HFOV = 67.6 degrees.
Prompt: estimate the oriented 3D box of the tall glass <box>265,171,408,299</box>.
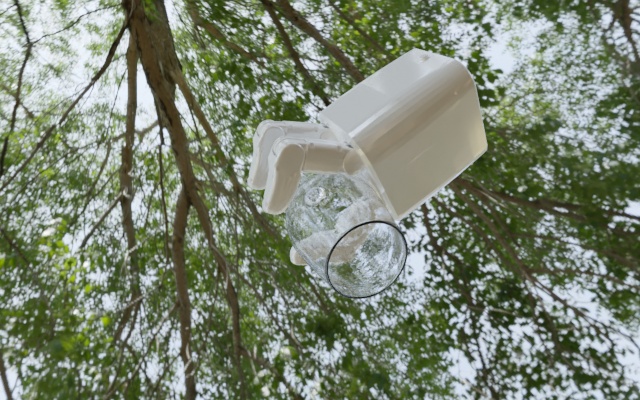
[{"bbox_3d":[0.000,0.001,0.409,0.079,0.079,0.201,0,24,-21],"label":"tall glass"}]
